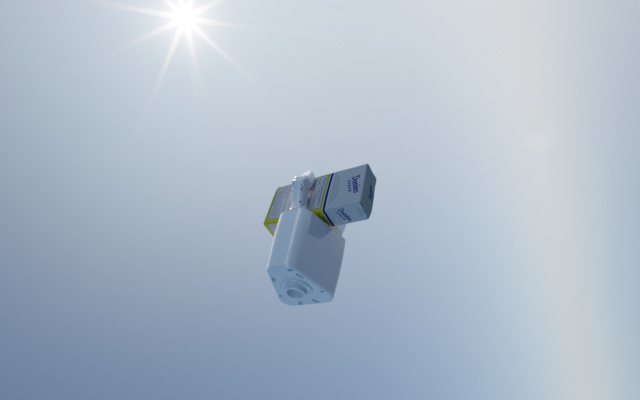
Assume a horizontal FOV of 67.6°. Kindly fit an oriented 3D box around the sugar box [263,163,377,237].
[{"bbox_3d":[0.000,0.003,0.779,0.176,0.093,0.048,-11,-49,26],"label":"sugar box"}]
